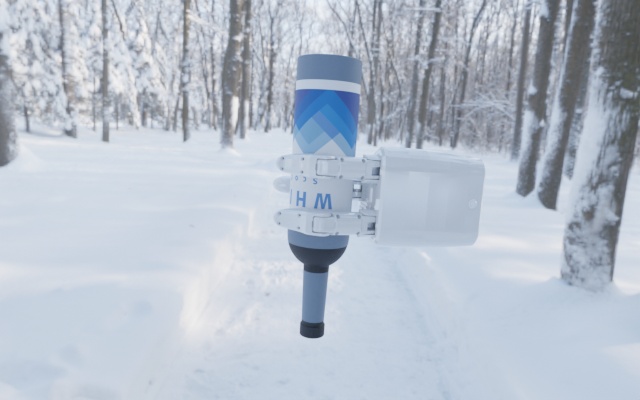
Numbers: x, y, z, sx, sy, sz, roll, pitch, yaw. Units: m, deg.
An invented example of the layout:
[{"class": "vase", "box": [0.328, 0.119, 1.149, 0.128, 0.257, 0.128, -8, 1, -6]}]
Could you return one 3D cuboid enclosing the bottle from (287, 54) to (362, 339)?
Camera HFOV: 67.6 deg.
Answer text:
[{"class": "bottle", "box": [0.000, 0.001, 0.507, 0.069, 0.296, 0.069, 4, 8, 0]}]
